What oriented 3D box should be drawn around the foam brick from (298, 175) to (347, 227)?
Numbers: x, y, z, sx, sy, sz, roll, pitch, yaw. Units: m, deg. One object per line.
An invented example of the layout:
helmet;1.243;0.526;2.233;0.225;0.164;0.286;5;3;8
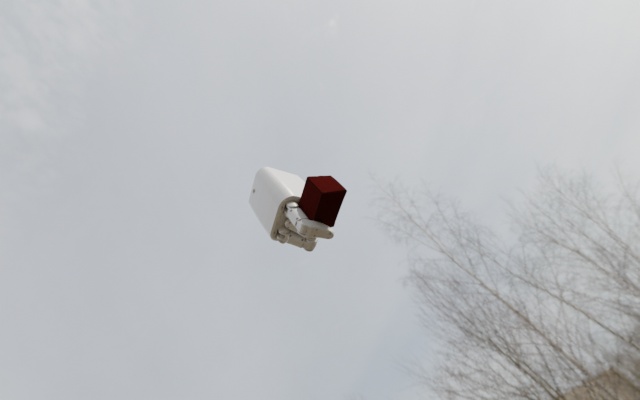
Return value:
foam brick;0.000;0.002;0.806;0.053;0.078;0.051;-4;38;-35
